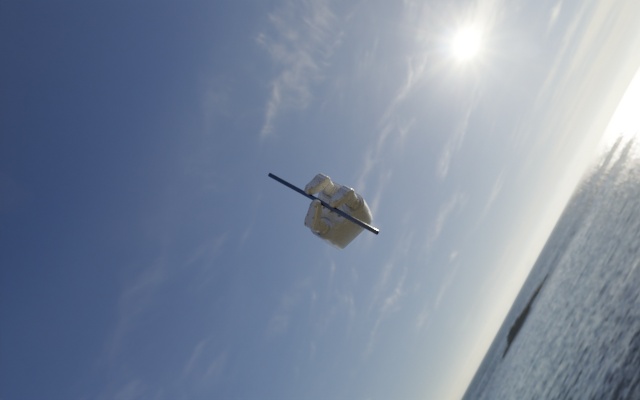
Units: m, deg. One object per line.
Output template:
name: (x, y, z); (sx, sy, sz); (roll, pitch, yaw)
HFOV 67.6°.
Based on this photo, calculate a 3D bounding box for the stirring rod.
stirring rod: (0.000, 0.003, 0.853); (0.239, 0.011, 0.011); (28, 12, 24)
